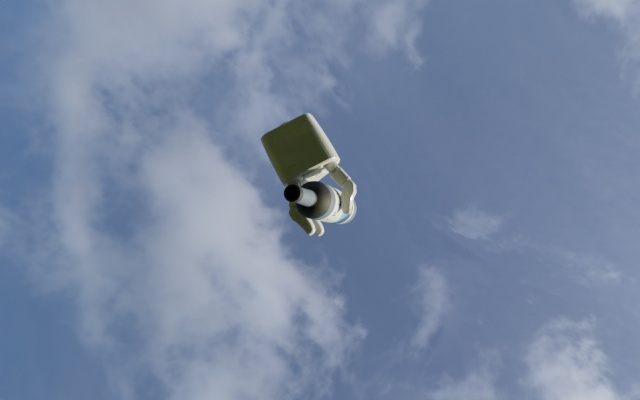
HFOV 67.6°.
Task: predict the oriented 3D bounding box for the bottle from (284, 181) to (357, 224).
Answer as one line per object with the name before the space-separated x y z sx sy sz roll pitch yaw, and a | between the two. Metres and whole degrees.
bottle | 0.000 0.003 0.855 0.069 0.069 0.296 0 -5 17
